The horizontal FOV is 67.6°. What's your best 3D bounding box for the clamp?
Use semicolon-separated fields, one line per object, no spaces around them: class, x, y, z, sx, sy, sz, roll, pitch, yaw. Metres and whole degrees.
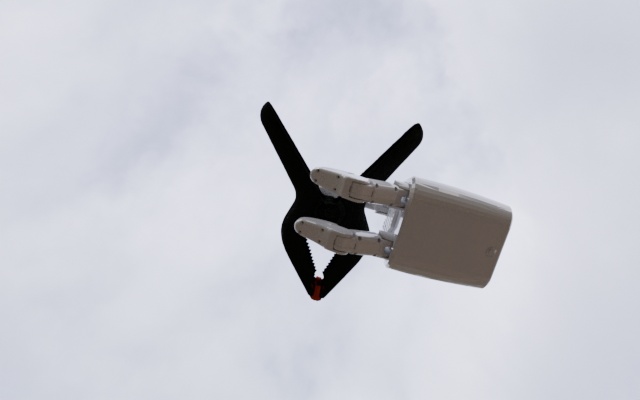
clamp;0.000;0.002;0.503;0.164;0.210;0.036;15;14;0
